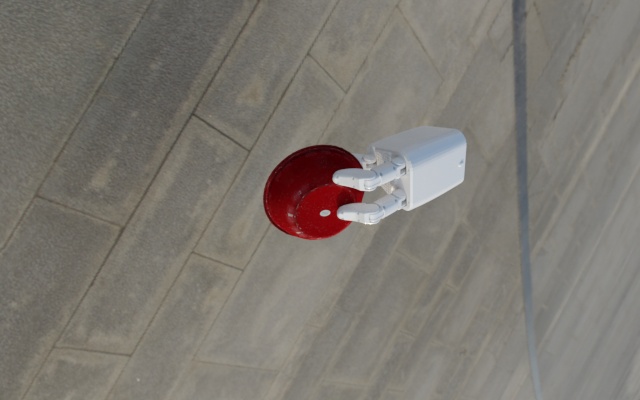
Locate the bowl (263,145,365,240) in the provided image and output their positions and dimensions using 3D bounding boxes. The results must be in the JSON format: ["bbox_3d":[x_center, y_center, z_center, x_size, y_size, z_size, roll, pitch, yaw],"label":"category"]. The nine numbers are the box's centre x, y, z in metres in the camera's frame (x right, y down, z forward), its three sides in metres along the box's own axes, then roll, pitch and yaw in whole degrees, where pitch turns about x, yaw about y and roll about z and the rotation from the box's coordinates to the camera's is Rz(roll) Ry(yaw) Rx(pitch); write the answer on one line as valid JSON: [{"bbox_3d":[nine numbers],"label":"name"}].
[{"bbox_3d":[-0.001,0.003,0.698,0.162,0.162,0.055,0,32,-20],"label":"bowl"}]
